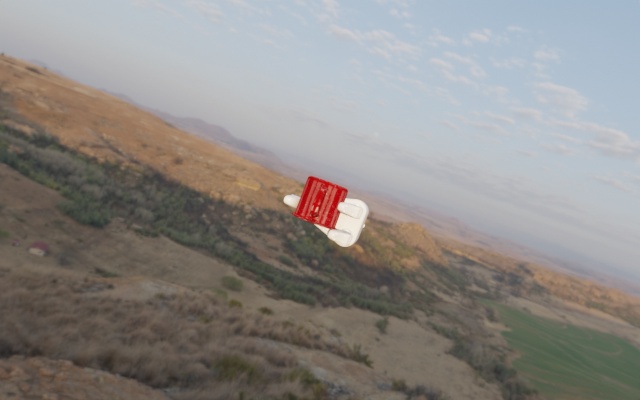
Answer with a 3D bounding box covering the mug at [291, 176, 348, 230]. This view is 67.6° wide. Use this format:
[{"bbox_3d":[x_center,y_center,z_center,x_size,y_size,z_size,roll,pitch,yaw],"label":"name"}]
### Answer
[{"bbox_3d":[0.000,0.003,0.893,0.093,0.081,0.117,20,1,9],"label":"mug"}]
